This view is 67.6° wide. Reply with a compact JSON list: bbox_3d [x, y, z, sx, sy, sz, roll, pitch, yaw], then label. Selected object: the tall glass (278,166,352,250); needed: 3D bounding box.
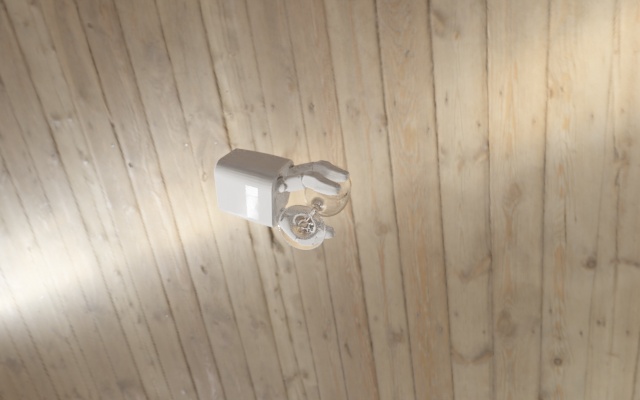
[{"bbox_3d":[0.000,0.003,0.791,0.079,0.079,0.201,0,22,18],"label":"tall glass"}]
